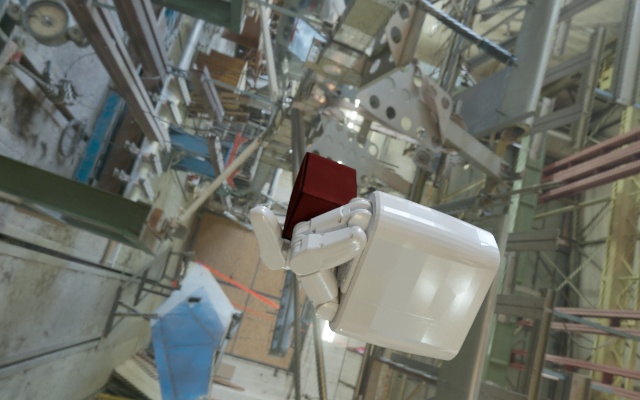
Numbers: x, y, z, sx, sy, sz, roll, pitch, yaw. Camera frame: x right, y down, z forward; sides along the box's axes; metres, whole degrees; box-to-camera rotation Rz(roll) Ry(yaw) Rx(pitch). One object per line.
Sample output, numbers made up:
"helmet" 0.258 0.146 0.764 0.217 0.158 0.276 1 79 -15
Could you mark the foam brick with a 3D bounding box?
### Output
"foam brick" 0.000 0.001 0.434 0.051 0.053 0.078 18 31 -7
